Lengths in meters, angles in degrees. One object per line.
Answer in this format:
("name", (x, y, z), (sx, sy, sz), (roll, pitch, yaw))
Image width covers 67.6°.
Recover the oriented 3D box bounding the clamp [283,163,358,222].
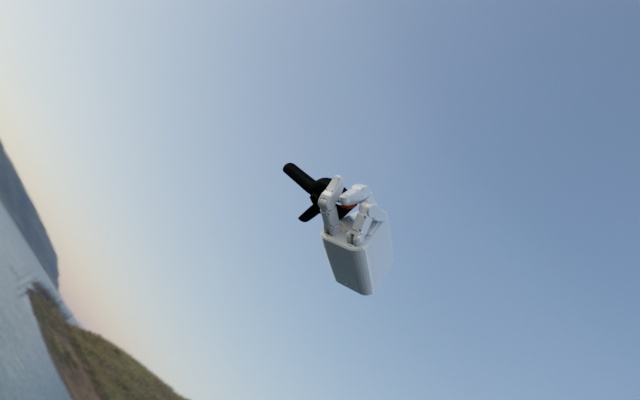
("clamp", (0.001, 0.002, 0.852), (0.039, 0.120, 0.171), (-35, 37, -27))
